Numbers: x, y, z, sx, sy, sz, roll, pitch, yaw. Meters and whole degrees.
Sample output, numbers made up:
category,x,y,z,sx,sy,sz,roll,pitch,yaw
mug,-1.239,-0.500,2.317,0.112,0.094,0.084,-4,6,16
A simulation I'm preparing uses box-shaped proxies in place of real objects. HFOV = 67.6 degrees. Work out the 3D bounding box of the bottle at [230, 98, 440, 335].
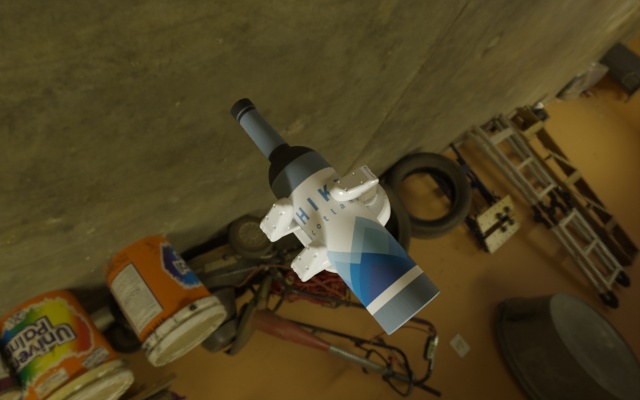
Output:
category,x,y,z,sx,sy,sz,roll,pitch,yaw
bottle,0.000,0.002,0.504,0.069,0.295,0.069,-37,-16,-12
